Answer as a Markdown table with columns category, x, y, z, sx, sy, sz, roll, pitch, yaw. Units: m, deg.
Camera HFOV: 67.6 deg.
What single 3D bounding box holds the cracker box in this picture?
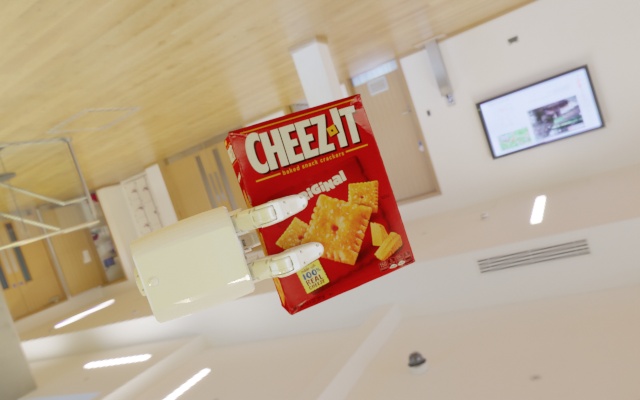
| category | x | y | z | sx | sy | sz | roll | pitch | yaw |
| --- | --- | --- | --- | --- | --- | --- | --- | --- | --- |
| cracker box | 0.000 | 0.002 | 0.562 | 0.164 | 0.214 | 0.072 | -19 | 3 | -15 |
